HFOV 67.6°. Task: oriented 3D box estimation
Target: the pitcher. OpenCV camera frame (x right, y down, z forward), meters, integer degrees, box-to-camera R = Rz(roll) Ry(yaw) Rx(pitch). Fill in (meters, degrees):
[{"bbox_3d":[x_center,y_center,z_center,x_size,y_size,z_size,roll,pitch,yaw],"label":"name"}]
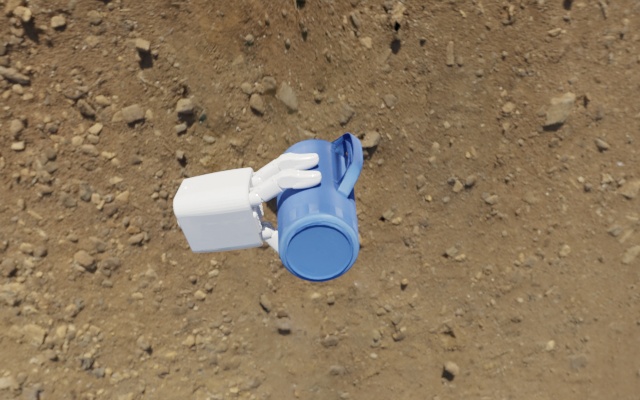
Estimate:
[{"bbox_3d":[0.000,0.002,0.721,0.145,0.149,0.242,-6,28,1],"label":"pitcher"}]
